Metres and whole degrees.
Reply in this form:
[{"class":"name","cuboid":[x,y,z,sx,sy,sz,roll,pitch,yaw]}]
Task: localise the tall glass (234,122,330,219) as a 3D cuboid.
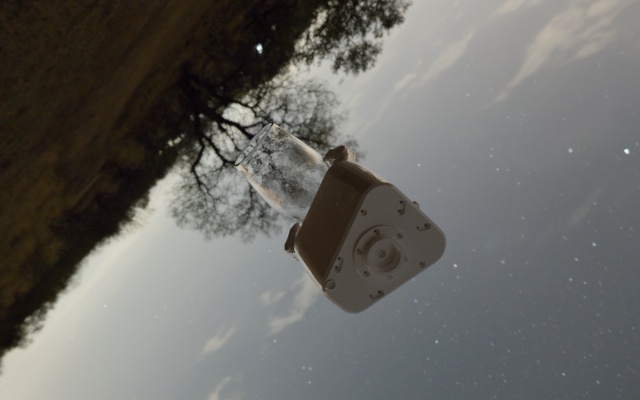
[{"class":"tall glass","cuboid":[0.000,0.002,0.534,0.201,0.079,0.079,41,-15,-18]}]
